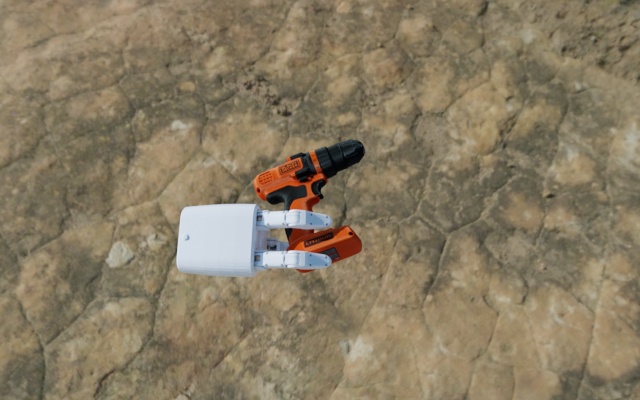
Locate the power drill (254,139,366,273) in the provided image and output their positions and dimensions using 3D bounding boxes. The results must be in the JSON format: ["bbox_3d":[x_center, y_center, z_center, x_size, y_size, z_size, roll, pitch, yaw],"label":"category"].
[{"bbox_3d":[0.000,0.003,0.716,0.184,0.187,0.057,-23,-38,6],"label":"power drill"}]
